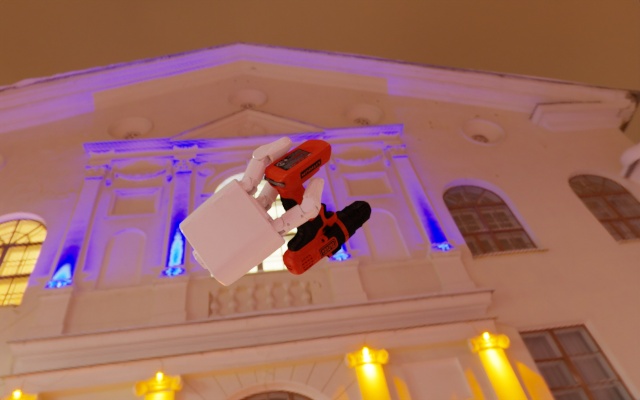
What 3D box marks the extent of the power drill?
[{"bbox_3d":[0.000,0.002,0.750,0.184,0.188,0.057,-37,36,-28],"label":"power drill"}]
